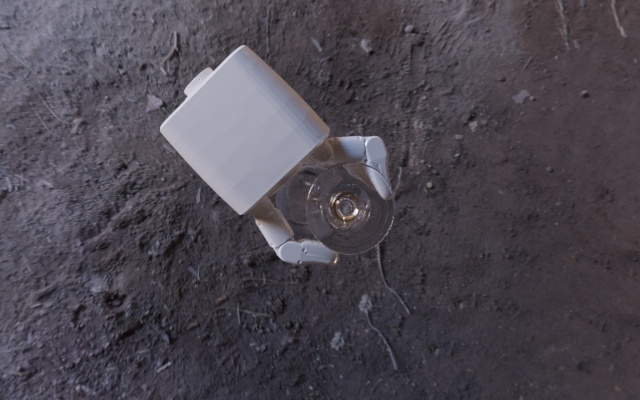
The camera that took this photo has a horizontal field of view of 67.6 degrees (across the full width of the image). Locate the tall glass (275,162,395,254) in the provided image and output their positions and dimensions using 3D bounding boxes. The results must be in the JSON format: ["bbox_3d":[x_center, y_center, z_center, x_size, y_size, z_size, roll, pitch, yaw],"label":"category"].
[{"bbox_3d":[0.000,0.002,0.474,0.079,0.079,0.201,0,2,-14],"label":"tall glass"}]
